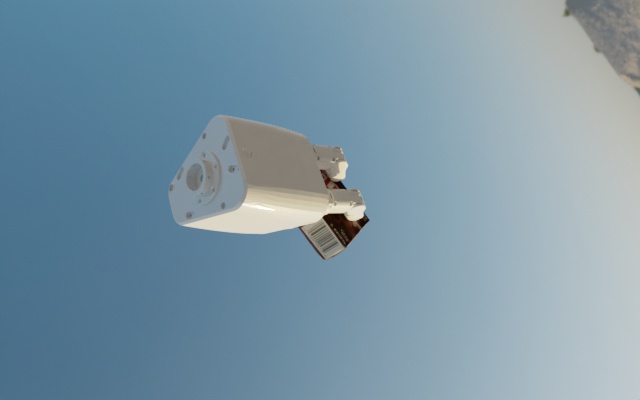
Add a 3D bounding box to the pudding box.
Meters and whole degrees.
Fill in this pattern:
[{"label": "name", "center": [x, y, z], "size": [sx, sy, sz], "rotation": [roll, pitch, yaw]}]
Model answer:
[{"label": "pudding box", "center": [0.000, 0.002, 0.556], "size": [0.039, 0.113, 0.090], "rotation": [-33, 3, 30]}]
